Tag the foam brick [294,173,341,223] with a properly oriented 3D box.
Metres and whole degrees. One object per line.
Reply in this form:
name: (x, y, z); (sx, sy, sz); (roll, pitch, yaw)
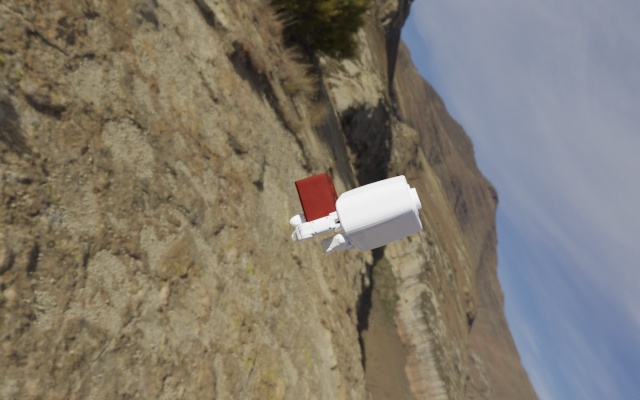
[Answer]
foam brick: (0.000, 0.002, 0.749); (0.051, 0.078, 0.053); (-19, -11, 12)
